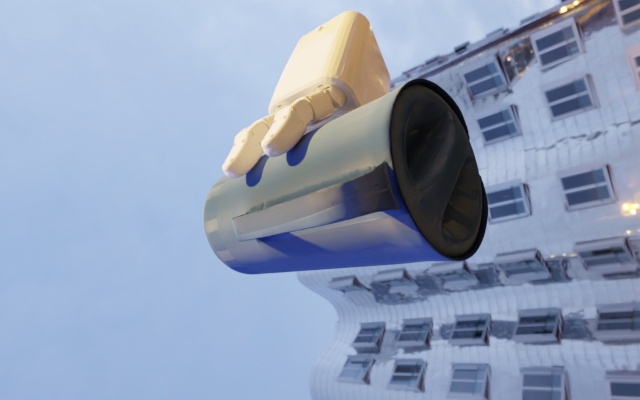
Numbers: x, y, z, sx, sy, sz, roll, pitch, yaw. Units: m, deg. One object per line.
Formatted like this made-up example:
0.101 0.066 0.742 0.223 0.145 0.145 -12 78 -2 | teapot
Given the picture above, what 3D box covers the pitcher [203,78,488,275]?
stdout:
0.000 0.001 0.408 0.243 0.145 0.149 -16 -42 41 | pitcher
